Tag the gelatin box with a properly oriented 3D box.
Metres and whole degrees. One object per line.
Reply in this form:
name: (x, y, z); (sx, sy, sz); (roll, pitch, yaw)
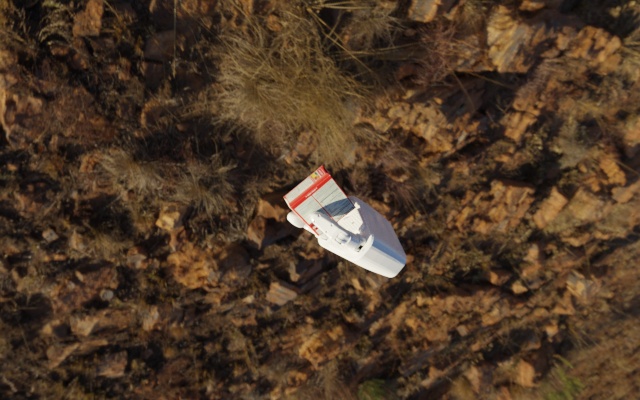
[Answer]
gelatin box: (0.000, 0.002, 0.700); (0.089, 0.073, 0.030); (48, 4, -45)
